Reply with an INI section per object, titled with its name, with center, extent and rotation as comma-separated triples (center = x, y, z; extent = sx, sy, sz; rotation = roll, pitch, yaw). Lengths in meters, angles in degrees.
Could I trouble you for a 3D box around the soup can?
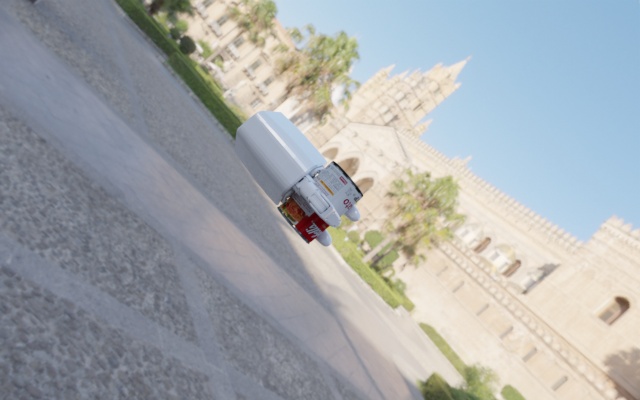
[soup can]
center = 0.001, 0.002, 0.661
extent = 0.102, 0.068, 0.068
rotation = -41, 1, -1
